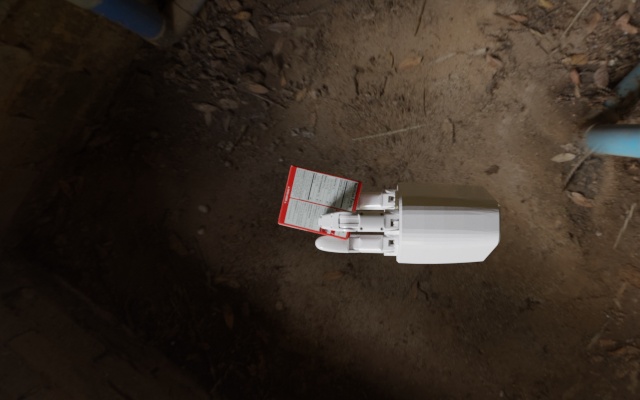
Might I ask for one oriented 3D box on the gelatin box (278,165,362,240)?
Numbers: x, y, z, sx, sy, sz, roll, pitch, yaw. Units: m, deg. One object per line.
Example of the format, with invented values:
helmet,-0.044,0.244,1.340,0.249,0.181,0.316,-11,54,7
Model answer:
gelatin box,0.000,0.002,0.580,0.089,0.073,0.030,13,5,3
